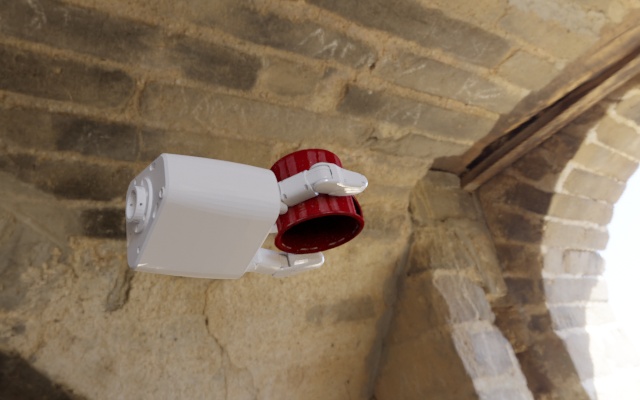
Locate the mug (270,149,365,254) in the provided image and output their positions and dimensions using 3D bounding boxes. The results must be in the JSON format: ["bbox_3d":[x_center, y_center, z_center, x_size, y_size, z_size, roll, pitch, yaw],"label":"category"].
[{"bbox_3d":[0.001,0.002,0.506,0.117,0.081,0.093,10,-36,-38],"label":"mug"}]
